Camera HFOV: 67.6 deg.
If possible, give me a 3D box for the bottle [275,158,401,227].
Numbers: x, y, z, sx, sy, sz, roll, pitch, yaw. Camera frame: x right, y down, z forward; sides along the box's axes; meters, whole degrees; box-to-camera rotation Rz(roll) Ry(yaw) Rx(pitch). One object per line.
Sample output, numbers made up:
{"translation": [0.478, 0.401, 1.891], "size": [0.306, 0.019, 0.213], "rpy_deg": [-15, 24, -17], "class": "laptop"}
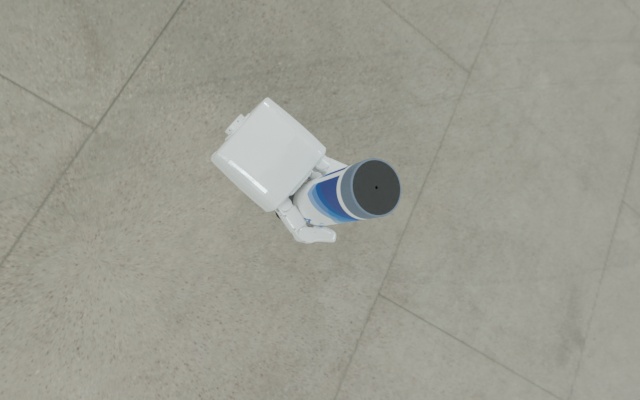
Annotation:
{"translation": [0.000, 0.002, 0.660], "size": [0.069, 0.069, 0.296], "rpy_deg": [0, -6, -25], "class": "bottle"}
